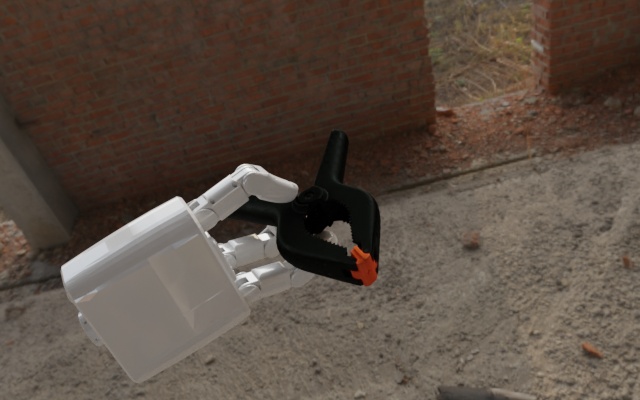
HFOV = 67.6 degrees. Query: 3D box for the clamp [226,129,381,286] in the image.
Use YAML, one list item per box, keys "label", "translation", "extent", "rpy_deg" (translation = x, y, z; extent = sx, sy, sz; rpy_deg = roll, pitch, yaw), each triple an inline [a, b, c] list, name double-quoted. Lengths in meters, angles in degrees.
- label: "clamp"
  translation: [0.000, 0.001, 0.443]
  extent: [0.164, 0.036, 0.210]
  rpy_deg: [-34, 38, -15]
